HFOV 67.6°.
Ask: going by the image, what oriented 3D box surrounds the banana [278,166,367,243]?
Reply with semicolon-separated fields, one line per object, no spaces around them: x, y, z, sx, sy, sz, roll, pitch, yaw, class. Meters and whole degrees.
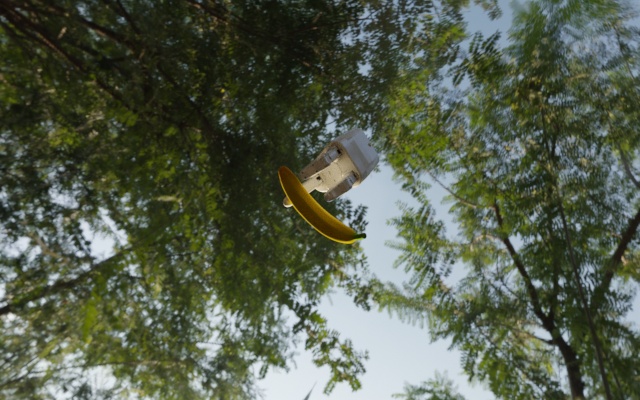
-0.004;0.017;0.856;0.198;0.070;0.037;38;41;10;banana
